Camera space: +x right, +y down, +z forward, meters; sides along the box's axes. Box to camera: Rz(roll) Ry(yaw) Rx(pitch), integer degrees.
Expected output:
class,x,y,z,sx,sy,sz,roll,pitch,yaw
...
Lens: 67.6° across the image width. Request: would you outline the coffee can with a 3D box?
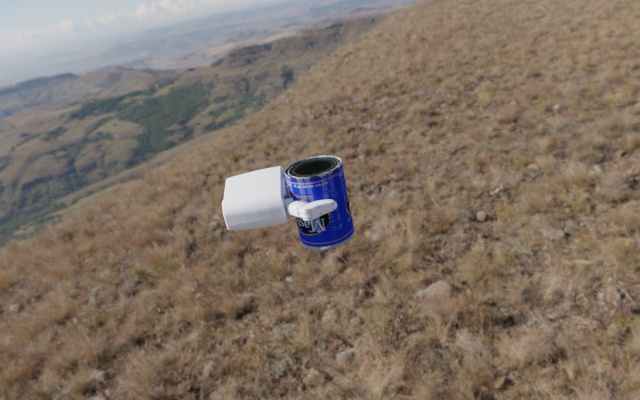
class,x,y,z,sx,sy,sz,roll,pitch,yaw
coffee can,0.000,0.003,0.852,0.103,0.140,0.102,-10,24,4
